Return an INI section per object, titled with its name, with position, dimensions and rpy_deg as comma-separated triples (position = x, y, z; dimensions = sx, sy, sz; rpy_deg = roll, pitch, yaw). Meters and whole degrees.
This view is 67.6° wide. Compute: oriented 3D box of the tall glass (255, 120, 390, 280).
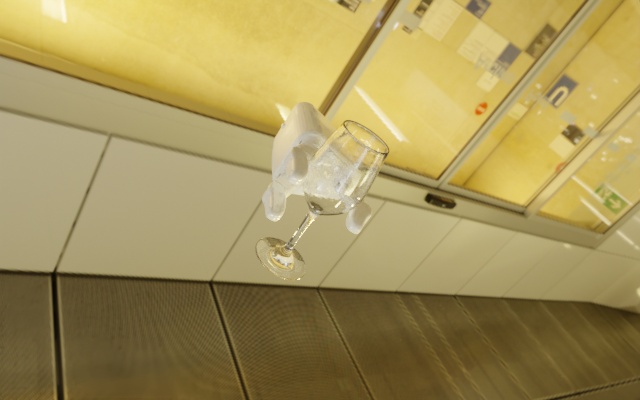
[tall glass]
position = 0.000, 0.002, 0.574
dimensions = 0.079, 0.201, 0.079
rpy_deg = 27, 28, -16
